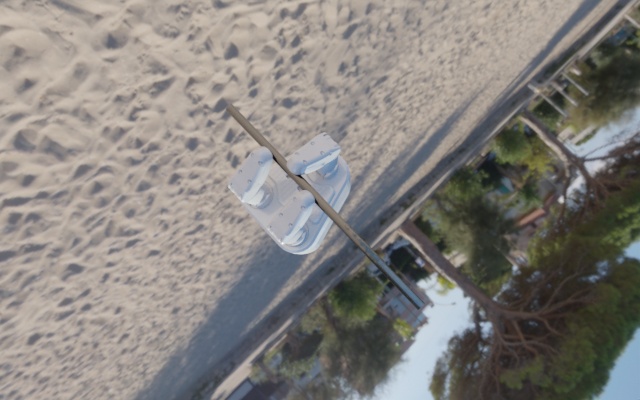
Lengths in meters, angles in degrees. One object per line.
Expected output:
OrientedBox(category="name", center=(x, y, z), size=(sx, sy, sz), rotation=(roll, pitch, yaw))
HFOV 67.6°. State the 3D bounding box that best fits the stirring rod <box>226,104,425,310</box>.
OrientedBox(category="stirring rod", center=(0.000, 0.001, 0.410), size=(0.011, 0.239, 0.011), rotation=(-42, -10, -9))
